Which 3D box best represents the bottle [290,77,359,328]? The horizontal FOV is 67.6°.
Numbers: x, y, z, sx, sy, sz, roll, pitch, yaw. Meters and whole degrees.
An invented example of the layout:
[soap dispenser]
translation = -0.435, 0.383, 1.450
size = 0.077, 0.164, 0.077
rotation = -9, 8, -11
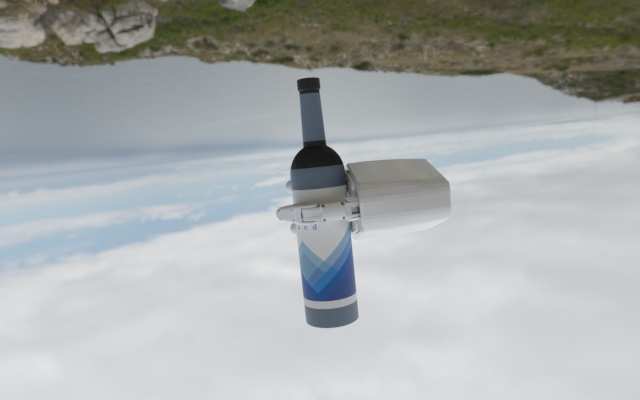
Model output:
[bottle]
translation = 0.000, 0.002, 0.581
size = 0.069, 0.296, 0.069
rotation = -6, 6, 1
